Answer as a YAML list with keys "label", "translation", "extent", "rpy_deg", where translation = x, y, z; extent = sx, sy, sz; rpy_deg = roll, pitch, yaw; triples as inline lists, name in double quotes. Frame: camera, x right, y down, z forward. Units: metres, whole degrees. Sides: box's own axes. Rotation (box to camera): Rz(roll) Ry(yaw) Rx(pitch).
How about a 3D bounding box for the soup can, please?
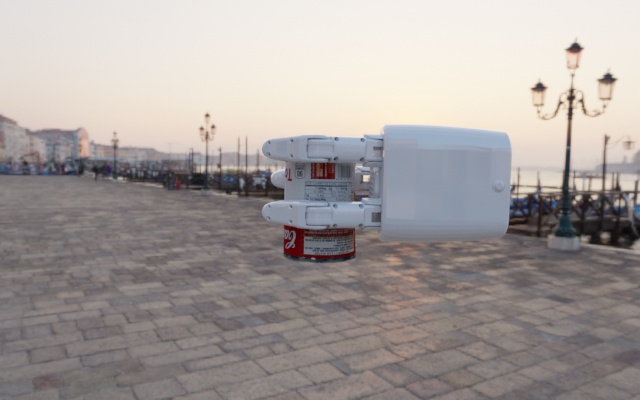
- label: "soup can"
  translation: [0.000, 0.001, 0.442]
  extent: [0.068, 0.102, 0.068]
  rpy_deg: [1, 4, 0]
